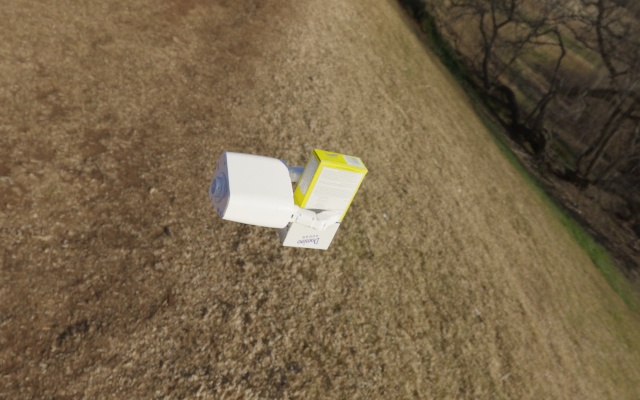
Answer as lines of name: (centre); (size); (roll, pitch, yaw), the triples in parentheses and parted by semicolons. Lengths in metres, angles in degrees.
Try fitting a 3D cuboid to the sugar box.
sugar box: (0.000, 0.002, 0.813); (0.093, 0.176, 0.048); (9, 35, -29)
